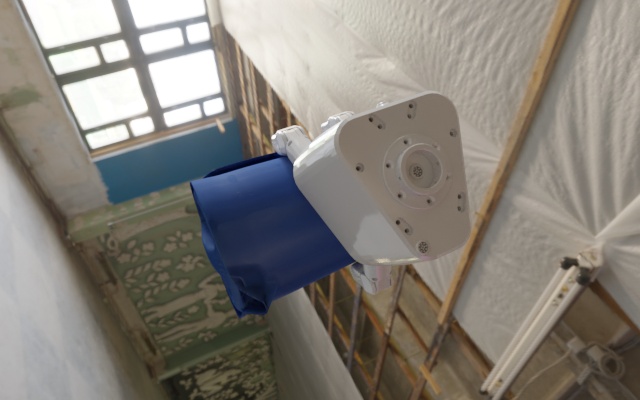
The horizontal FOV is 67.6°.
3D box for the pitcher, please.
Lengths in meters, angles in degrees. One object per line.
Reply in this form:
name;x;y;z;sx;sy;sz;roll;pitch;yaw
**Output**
pitcher;0.000;0.002;0.478;0.243;0.149;0.145;-20;-2;-17
